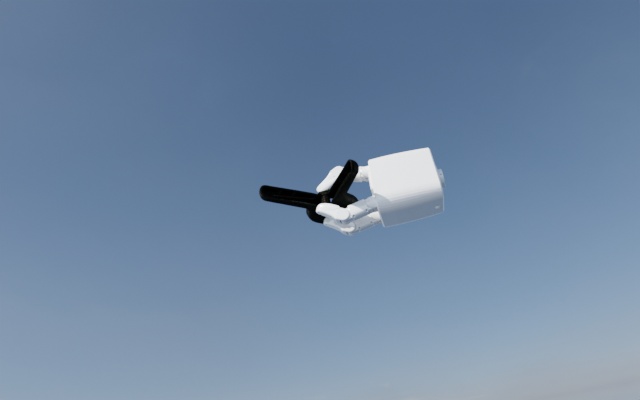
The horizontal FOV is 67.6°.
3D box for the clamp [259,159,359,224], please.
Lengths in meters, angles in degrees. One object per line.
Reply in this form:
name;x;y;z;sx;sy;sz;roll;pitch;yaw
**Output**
clamp;0.000;0.002;0.817;0.164;0.036;0.210;-12;-26;10
